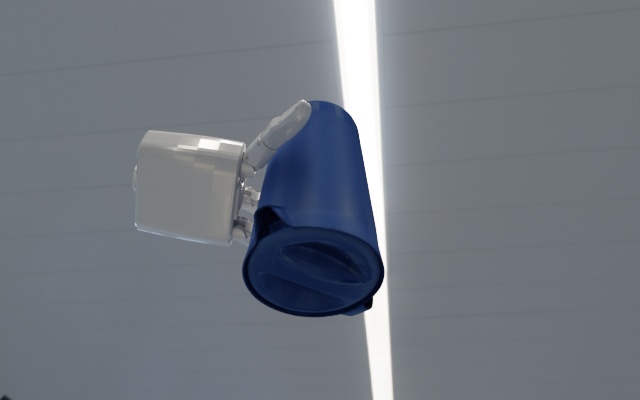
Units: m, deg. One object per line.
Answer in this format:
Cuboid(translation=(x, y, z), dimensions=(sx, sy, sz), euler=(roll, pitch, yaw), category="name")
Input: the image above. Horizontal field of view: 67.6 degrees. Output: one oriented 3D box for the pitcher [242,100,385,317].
Cuboid(translation=(0.000, 0.002, 0.534), dimensions=(0.145, 0.149, 0.242), euler=(9, 42, -6), category="pitcher")
